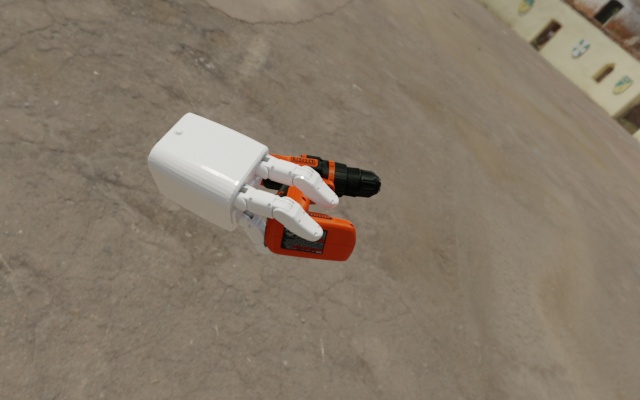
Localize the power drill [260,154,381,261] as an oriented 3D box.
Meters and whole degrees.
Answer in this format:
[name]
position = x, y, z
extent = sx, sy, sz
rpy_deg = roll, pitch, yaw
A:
[power drill]
position = 0.000, 0.002, 0.629
extent = 0.184, 0.057, 0.187
rpy_deg = 6, 29, -6
